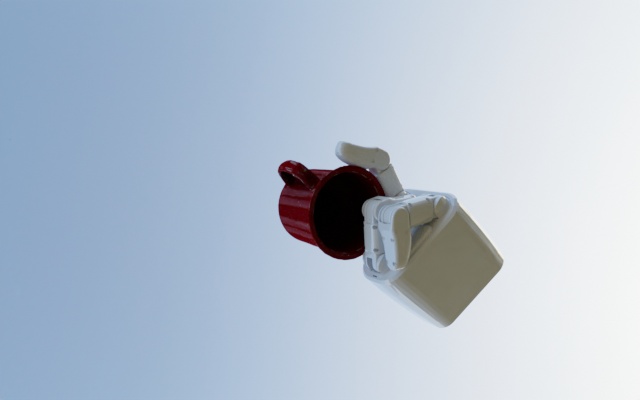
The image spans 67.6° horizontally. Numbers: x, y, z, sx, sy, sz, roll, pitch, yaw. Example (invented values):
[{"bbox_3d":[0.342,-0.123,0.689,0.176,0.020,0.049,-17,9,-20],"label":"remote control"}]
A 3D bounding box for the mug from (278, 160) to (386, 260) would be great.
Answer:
[{"bbox_3d":[-0.001,0.001,0.491,0.117,0.093,0.081,42,-17,-28],"label":"mug"}]
